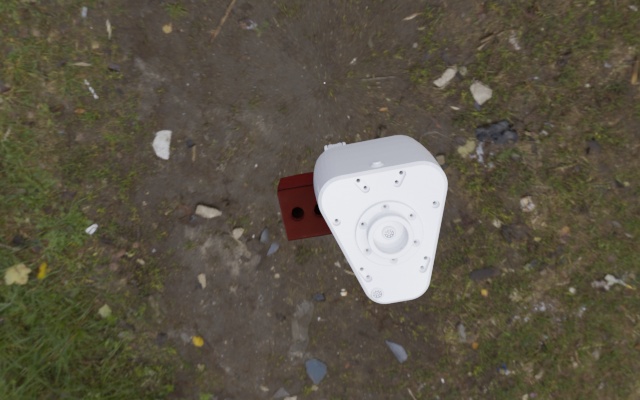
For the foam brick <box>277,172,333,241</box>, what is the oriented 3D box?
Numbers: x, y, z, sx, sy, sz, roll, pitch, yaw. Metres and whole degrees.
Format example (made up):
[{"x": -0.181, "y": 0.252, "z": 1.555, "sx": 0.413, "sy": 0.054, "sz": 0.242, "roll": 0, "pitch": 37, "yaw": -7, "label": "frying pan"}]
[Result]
[{"x": 0.000, "y": 0.002, "z": 0.471, "sx": 0.078, "sy": 0.053, "sz": 0.051, "roll": -10, "pitch": 18, "yaw": 3, "label": "foam brick"}]
